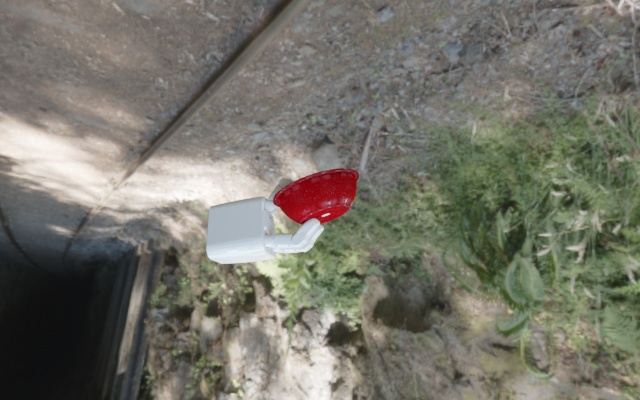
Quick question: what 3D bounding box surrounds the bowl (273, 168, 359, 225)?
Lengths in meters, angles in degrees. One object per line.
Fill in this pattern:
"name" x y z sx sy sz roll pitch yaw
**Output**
"bowl" 0.001 0.003 0.845 0.162 0.055 0.162 -17 -17 -5
